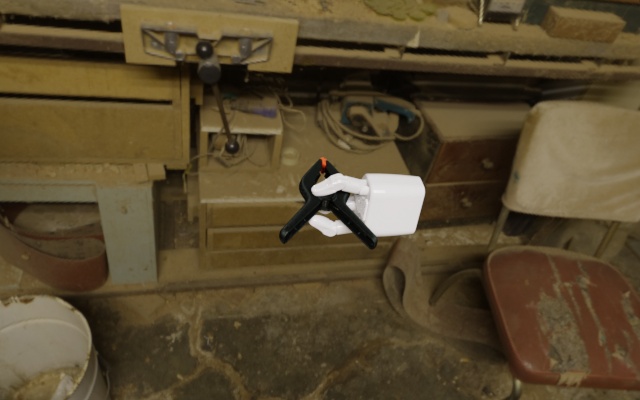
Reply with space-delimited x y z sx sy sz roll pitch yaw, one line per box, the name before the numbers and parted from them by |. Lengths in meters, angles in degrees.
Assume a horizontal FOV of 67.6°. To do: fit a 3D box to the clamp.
clamp | 0.000 0.002 0.846 0.164 0.209 0.036 0 -44 -15
